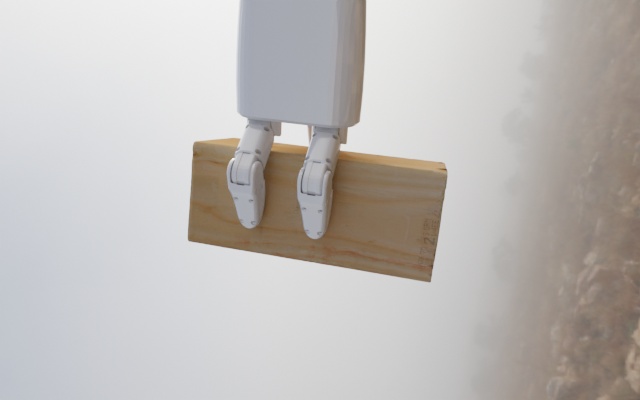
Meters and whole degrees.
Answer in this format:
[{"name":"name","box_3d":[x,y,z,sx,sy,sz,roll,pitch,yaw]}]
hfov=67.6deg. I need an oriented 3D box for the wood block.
[{"name":"wood block","box_3d":[0.000,0.001,0.423,0.206,0.090,0.091,8,11,12]}]
